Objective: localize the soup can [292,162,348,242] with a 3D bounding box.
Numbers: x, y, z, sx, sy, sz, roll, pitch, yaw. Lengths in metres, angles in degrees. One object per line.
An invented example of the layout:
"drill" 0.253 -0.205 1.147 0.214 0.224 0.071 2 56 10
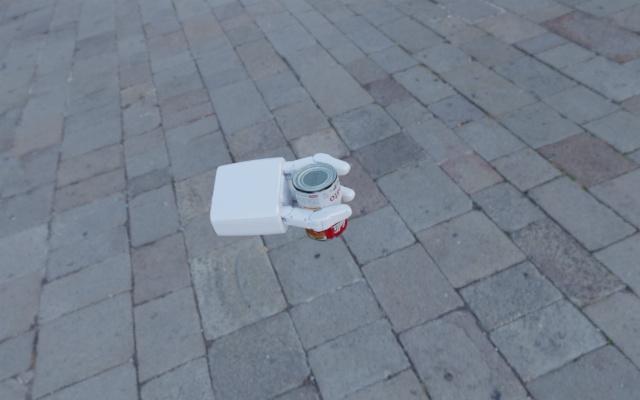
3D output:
"soup can" 0.001 0.002 0.713 0.068 0.102 0.068 -8 41 7
